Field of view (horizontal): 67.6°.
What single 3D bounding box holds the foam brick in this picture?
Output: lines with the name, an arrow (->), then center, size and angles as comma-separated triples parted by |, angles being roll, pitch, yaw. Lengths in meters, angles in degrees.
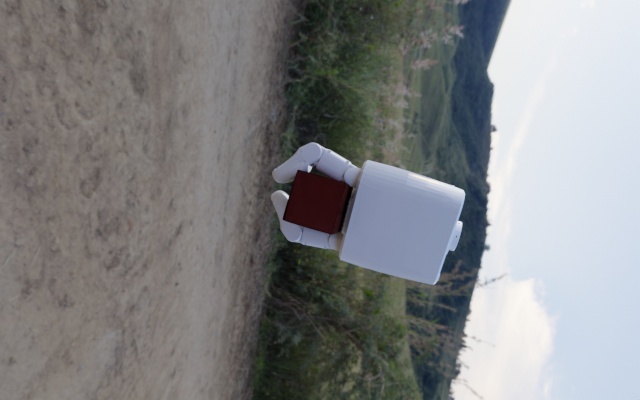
foam brick -> 0.000, 0.002, 0.491 | 0.051, 0.053, 0.078 | 17, 3, 9
